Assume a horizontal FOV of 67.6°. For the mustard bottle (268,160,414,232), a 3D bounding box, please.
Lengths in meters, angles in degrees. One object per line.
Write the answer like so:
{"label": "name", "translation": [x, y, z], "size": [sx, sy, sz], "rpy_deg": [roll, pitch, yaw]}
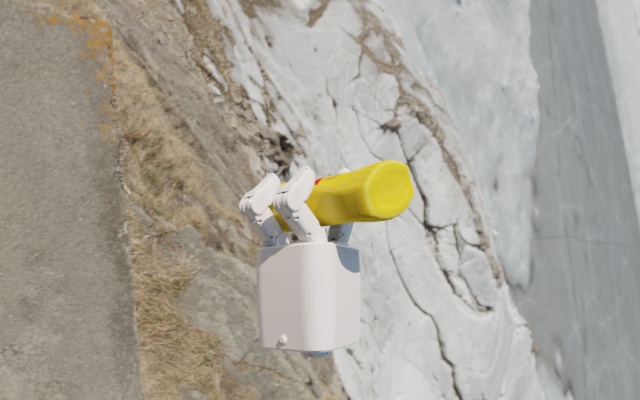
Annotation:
{"label": "mustard bottle", "translation": [0.000, 0.001, 0.532], "size": [0.191, 0.058, 0.096], "rpy_deg": [-10, 11, 39]}
